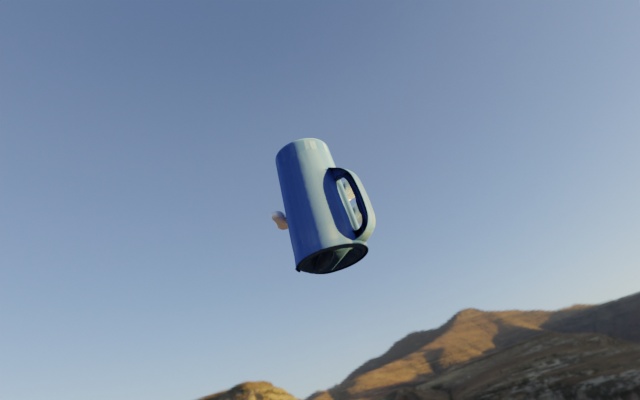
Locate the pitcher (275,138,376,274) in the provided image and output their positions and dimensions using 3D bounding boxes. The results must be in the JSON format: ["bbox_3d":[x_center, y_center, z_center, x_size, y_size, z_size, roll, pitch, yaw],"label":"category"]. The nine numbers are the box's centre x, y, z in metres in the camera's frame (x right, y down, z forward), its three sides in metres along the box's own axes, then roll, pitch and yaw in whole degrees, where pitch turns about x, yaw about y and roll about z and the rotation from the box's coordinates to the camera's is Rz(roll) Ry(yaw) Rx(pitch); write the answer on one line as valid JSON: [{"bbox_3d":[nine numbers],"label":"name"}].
[{"bbox_3d":[0.000,0.003,0.886,0.149,0.242,0.145,-13,-26,-7],"label":"pitcher"}]
